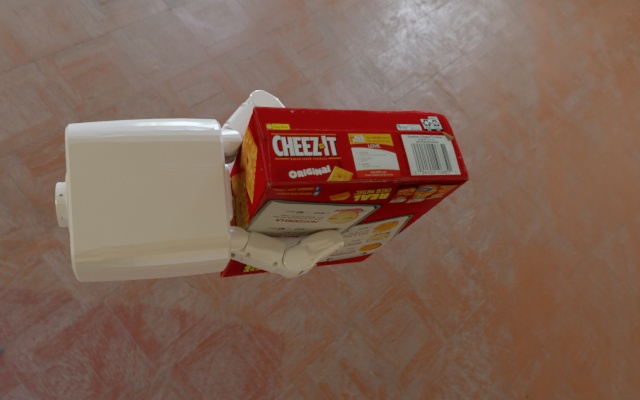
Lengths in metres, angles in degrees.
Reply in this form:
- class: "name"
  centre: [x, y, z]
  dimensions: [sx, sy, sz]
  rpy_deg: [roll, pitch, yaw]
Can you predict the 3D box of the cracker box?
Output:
- class: "cracker box"
  centre: [0.000, 0.002, 0.435]
  dimensions: [0.164, 0.072, 0.214]
  rpy_deg: [-3, -23, -22]
